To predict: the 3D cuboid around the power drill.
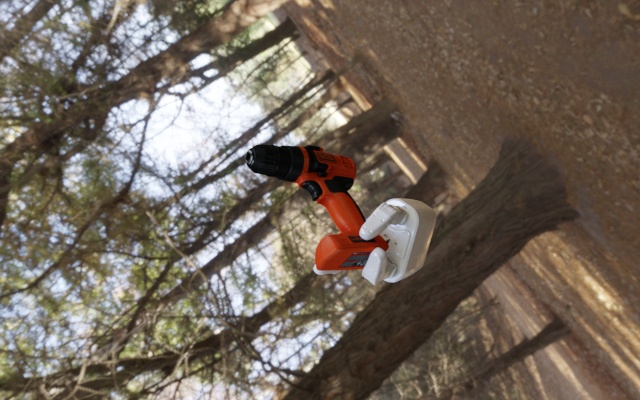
[{"bbox_3d":[0.000,0.003,0.645,0.184,0.187,0.057,4,-39,-38],"label":"power drill"}]
